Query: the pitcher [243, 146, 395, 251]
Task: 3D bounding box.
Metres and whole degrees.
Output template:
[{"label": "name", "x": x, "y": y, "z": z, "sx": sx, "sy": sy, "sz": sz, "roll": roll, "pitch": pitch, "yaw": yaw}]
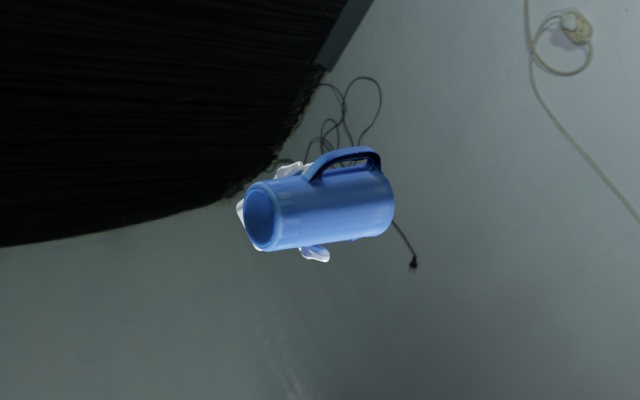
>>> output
[{"label": "pitcher", "x": 0.000, "y": 0.003, "z": 0.794, "sx": 0.243, "sy": 0.149, "sz": 0.145, "roll": -8, "pitch": -9, "yaw": -40}]
